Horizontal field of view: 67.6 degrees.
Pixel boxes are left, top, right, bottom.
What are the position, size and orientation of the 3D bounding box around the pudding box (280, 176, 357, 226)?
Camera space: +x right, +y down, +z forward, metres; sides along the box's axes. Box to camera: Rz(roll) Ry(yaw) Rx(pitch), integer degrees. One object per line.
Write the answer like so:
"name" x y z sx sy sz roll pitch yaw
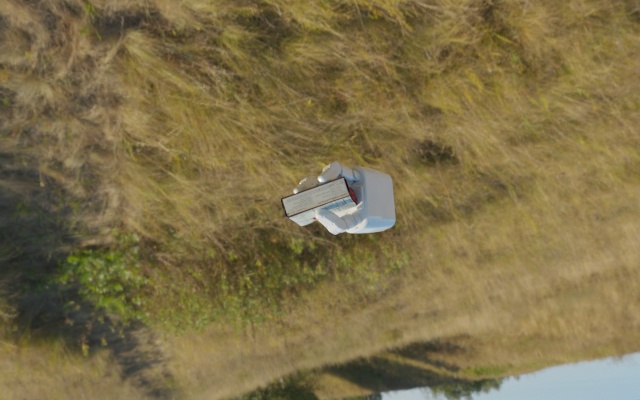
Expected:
"pudding box" 0.000 0.003 0.793 0.113 0.039 0.090 -21 -15 7
